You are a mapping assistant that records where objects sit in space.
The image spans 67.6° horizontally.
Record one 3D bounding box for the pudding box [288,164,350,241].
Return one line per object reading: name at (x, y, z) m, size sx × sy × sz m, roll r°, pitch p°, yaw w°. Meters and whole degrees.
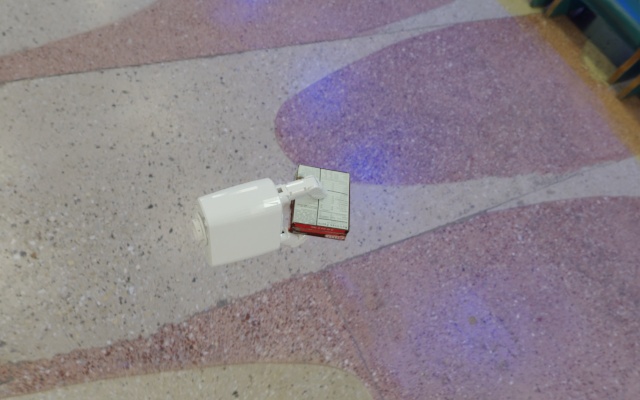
pudding box at (0.000, 0.002, 0.747) m, size 0.090 × 0.113 × 0.039 m, roll 10°, pitch -32°, yaw -9°
